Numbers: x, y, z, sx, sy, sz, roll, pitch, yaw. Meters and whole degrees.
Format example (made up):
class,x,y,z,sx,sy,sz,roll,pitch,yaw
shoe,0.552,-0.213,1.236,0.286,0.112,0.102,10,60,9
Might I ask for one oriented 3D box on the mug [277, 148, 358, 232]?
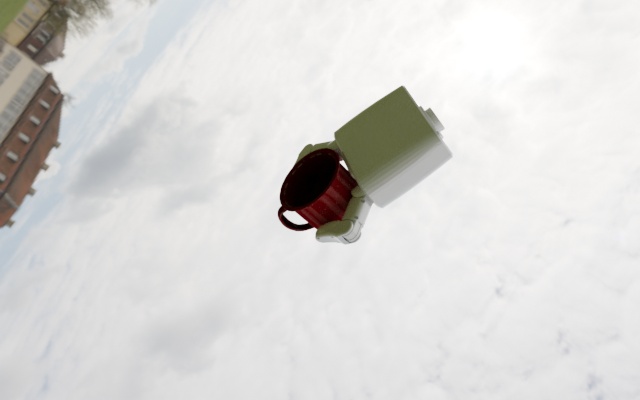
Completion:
class,x,y,z,sx,sy,sz,roll,pitch,yaw
mug,-0.001,0.003,0.604,0.117,0.093,0.081,-35,-53,17
